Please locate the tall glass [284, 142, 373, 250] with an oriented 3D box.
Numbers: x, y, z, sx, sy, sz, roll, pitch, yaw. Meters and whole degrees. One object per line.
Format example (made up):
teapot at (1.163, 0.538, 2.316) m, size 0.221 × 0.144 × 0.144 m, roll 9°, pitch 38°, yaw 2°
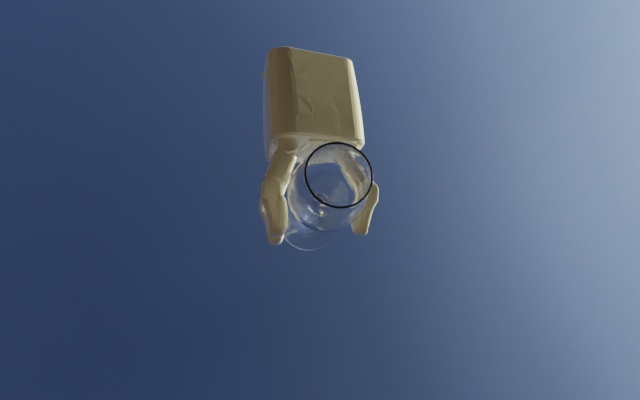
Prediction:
tall glass at (0.000, 0.002, 0.513) m, size 0.079 × 0.079 × 0.201 m, roll 0°, pitch -14°, yaw -10°
